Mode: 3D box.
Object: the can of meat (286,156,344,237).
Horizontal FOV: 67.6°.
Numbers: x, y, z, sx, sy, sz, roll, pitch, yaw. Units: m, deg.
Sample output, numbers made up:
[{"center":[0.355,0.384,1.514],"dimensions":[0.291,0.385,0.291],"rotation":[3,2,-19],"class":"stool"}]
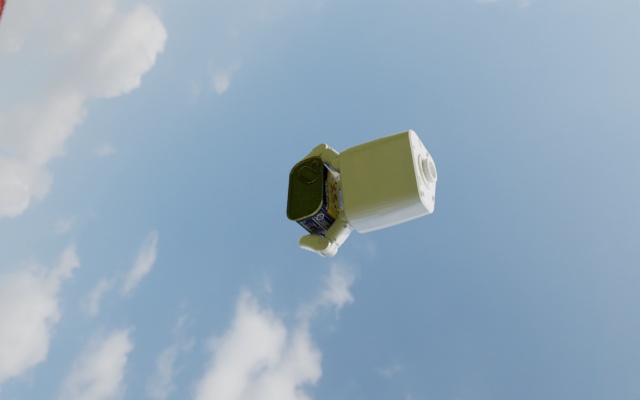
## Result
[{"center":[0.000,0.003,0.683],"dimensions":[0.057,0.102,0.084],"rotation":[-20,-41,26],"class":"can of meat"}]
